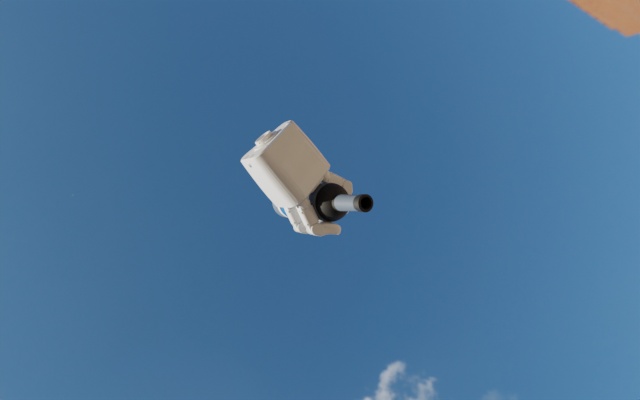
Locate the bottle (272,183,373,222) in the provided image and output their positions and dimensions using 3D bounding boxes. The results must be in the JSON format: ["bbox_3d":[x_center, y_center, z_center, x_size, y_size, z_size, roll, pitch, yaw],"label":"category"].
[{"bbox_3d":[0.000,0.003,0.840,0.069,0.069,0.295,0,1,-27],"label":"bottle"}]
